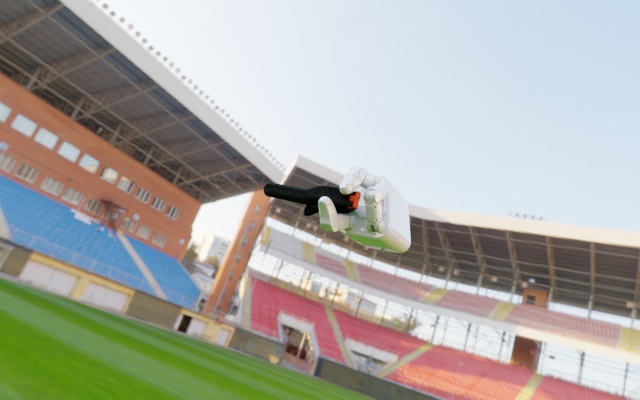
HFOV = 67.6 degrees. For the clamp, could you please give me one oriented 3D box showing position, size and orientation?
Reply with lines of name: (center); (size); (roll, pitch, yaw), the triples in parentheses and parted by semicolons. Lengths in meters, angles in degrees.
clamp: (0.000, 0.002, 0.810); (0.171, 0.039, 0.120); (7, -11, 34)
